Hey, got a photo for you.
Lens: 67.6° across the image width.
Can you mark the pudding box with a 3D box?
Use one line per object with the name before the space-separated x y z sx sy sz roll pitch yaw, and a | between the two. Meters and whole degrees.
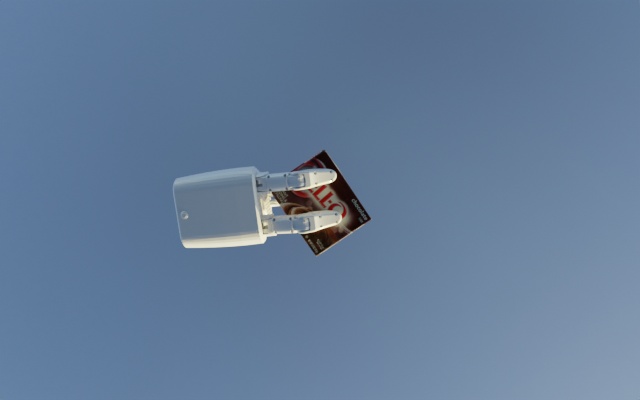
pudding box | 0.000 0.002 0.636 0.090 0.113 0.039 -34 7 6
